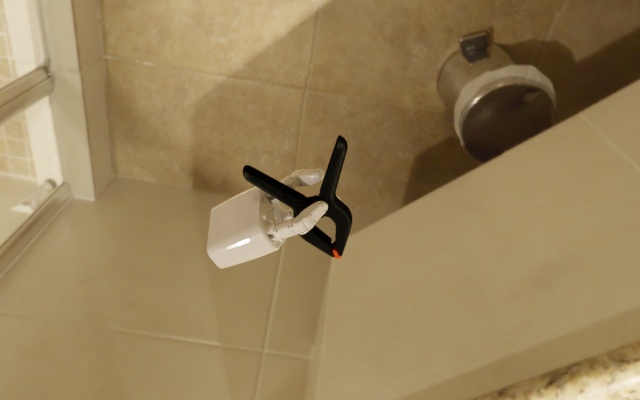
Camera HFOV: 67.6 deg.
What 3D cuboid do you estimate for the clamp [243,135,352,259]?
[{"bbox_3d":[0.000,0.003,0.739,0.164,0.210,0.036,-22,29,19],"label":"clamp"}]
